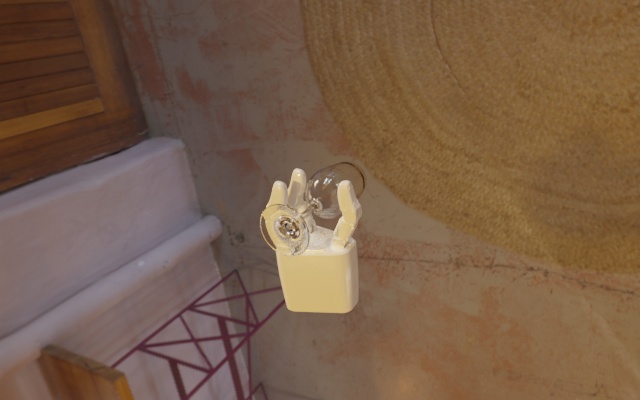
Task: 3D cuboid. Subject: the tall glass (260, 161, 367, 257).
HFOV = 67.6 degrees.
[{"bbox_3d":[0.000,0.002,0.689,0.079,0.079,0.201,0,22,31],"label":"tall glass"}]
